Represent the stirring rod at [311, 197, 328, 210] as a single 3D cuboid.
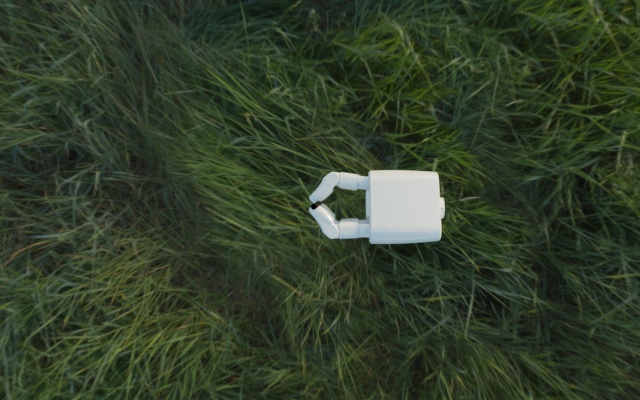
[{"bbox_3d":[0.000,0.002,0.782,0.011,0.011,0.239,0,3,5],"label":"stirring rod"}]
